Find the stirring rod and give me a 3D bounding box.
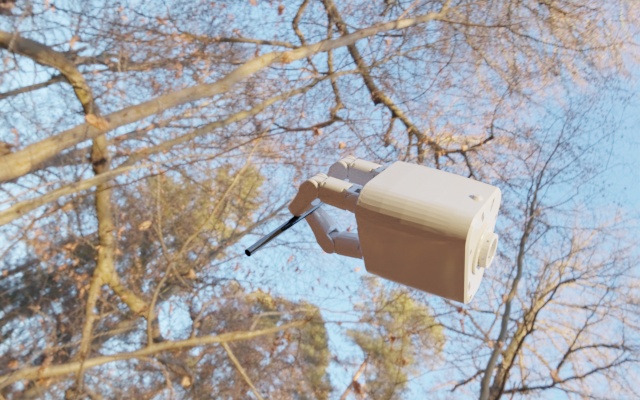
[{"bbox_3d":[0.000,0.002,0.531,0.011,0.011,0.239,0,23,38],"label":"stirring rod"}]
